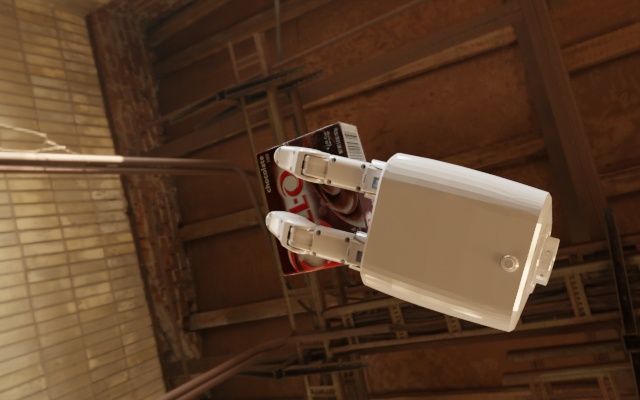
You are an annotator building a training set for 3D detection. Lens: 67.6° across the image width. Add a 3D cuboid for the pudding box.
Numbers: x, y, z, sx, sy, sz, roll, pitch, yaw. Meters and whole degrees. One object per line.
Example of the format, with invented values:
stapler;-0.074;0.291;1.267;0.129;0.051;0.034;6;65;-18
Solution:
pudding box;0.000;0.001;0.404;0.090;0.113;0.039;-16;-7;32
